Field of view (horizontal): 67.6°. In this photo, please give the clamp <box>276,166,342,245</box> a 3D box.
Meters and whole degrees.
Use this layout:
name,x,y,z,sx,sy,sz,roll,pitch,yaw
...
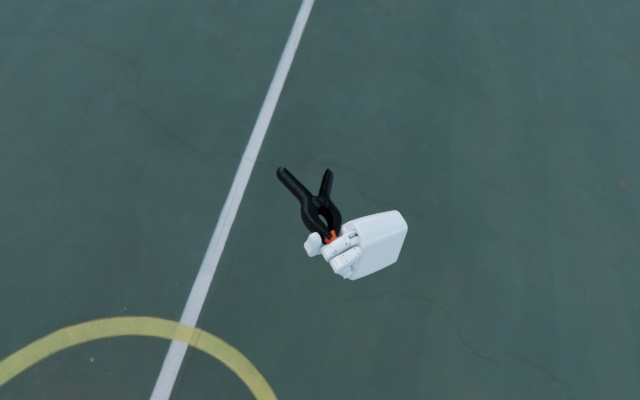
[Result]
name,x,y,z,sx,sy,sz,roll,pitch,yaw
clamp,0.000,0.003,0.880,0.120,0.171,0.039,-13,-25,-32
